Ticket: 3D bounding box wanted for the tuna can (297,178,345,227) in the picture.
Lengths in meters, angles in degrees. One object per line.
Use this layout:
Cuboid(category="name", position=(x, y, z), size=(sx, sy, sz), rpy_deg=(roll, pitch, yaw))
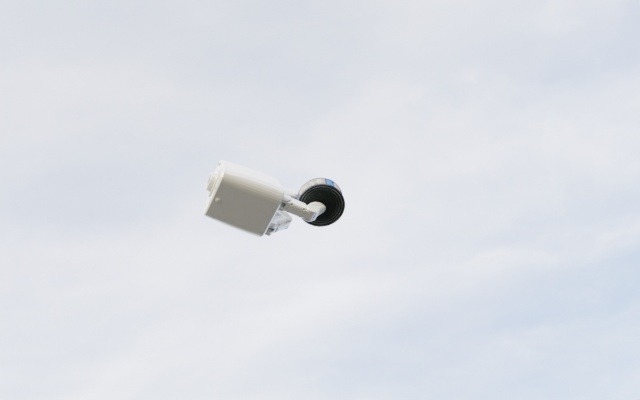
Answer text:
Cuboid(category="tuna can", position=(0.000, 0.003, 0.863), size=(0.086, 0.086, 0.033), rpy_deg=(0, 27, -6))
